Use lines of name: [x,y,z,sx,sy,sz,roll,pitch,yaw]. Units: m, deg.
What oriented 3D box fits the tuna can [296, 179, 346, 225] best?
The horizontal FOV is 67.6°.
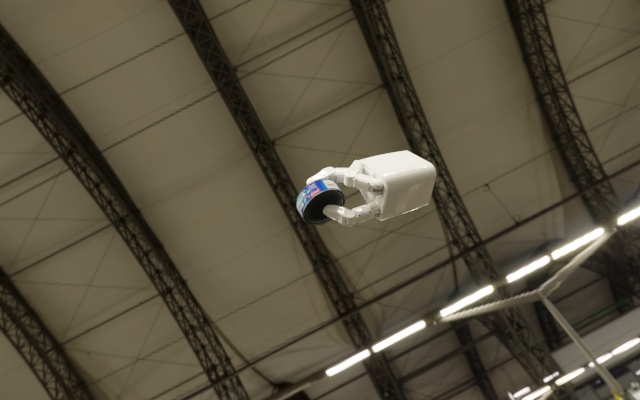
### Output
tuna can: [0.000,0.002,0.860,0.086,0.086,0.033,0,41,-36]
